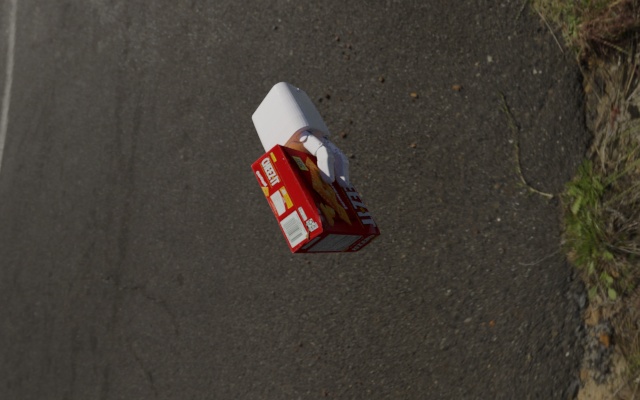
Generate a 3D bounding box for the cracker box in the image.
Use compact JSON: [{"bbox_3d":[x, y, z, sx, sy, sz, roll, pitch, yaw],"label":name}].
[{"bbox_3d":[0.000,0.003,0.811,0.072,0.164,0.214,-37,-22,23],"label":"cracker box"}]
